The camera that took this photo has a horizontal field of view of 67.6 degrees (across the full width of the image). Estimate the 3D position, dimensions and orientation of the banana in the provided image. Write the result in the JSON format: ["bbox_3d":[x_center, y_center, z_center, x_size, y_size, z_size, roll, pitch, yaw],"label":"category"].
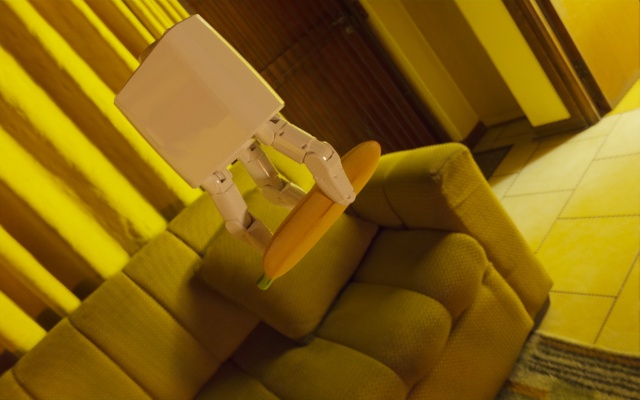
[{"bbox_3d":[0.003,0.001,0.460,0.037,0.197,0.069,44,-19,-6],"label":"banana"}]
